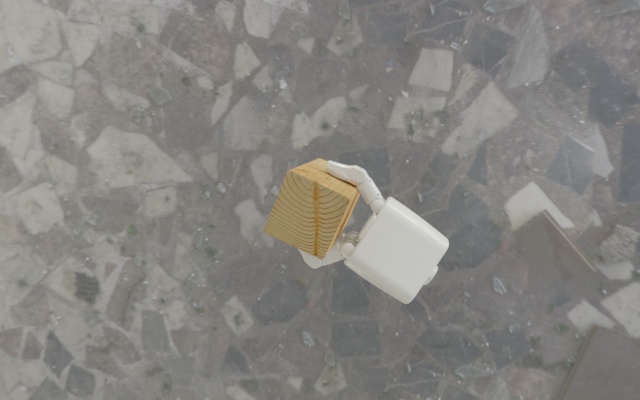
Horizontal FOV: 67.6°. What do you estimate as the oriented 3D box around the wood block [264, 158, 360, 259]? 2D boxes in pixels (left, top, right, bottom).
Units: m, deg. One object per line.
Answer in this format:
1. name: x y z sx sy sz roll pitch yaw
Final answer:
1. wood block: 0.001 0.002 0.704 0.090 0.091 0.206 25 13 6
